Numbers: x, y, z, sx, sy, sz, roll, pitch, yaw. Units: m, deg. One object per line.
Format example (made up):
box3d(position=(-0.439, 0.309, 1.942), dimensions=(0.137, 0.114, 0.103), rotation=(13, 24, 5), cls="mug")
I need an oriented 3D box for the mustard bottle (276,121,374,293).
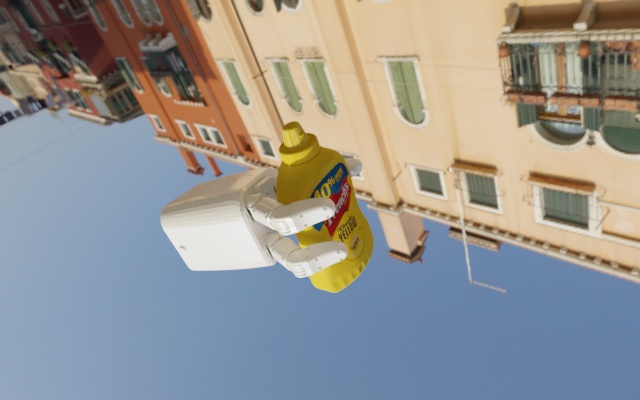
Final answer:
box3d(position=(0.000, 0.002, 0.514), dimensions=(0.058, 0.192, 0.096), rotation=(9, 44, 39), cls="mustard bottle")
